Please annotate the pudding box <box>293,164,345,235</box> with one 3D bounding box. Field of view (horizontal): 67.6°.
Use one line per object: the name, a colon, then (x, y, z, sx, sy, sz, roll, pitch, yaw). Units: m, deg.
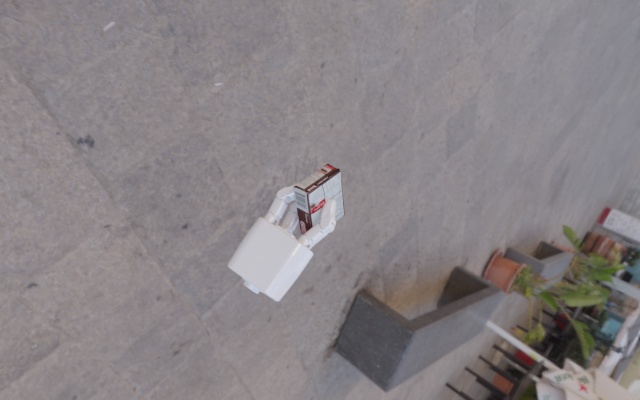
pudding box: (0.000, 0.003, 0.876, 0.039, 0.114, 0.090, 28, 50, 34)
